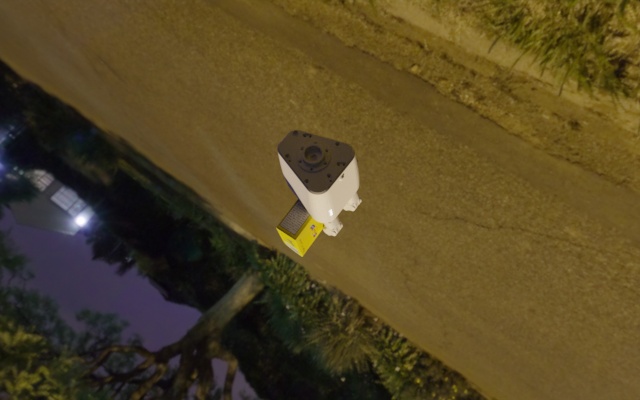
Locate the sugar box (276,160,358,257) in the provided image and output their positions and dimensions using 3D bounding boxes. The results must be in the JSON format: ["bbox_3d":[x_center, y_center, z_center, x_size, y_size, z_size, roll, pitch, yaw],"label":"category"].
[{"bbox_3d":[0.000,0.003,0.806,0.048,0.176,0.093,34,-15,18],"label":"sugar box"}]
